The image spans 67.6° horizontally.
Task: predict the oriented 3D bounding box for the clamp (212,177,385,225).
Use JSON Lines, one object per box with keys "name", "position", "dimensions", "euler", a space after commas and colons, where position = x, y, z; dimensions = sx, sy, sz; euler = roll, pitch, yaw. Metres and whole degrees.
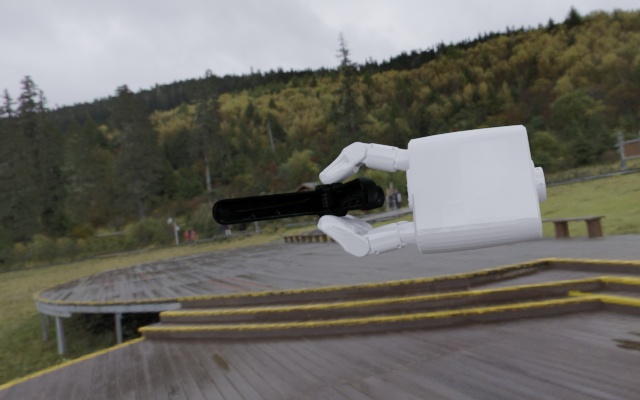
{"name": "clamp", "position": [0.000, 0.001, 0.505], "dimensions": [0.164, 0.036, 0.210], "euler": [-7, -2, 19]}
